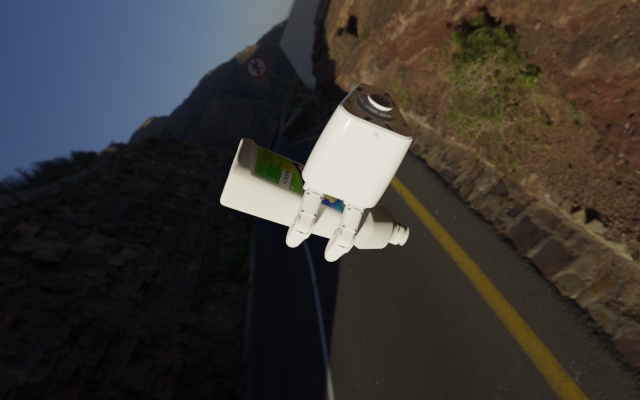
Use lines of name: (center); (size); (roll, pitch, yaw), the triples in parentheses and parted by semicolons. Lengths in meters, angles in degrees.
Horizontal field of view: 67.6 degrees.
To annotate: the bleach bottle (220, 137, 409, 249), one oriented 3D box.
bleach bottle: (0.000, 0.002, 0.640); (0.251, 0.068, 0.102); (20, 35, -12)
